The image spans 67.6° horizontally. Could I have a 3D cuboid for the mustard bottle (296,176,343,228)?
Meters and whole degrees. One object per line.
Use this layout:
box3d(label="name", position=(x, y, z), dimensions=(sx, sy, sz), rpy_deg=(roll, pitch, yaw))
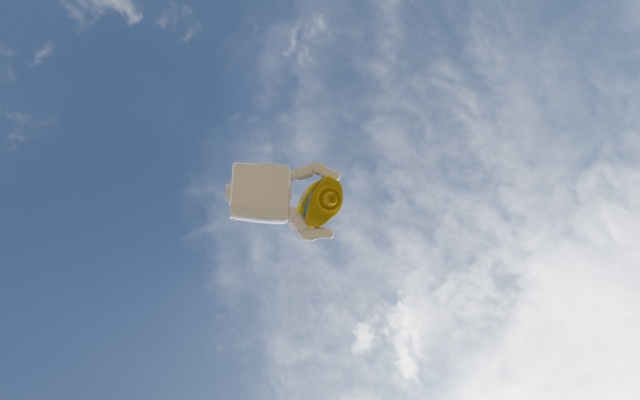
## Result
box3d(label="mustard bottle", position=(0.000, 0.003, 0.890), dimensions=(0.058, 0.096, 0.191), rpy_deg=(28, -9, -8))
